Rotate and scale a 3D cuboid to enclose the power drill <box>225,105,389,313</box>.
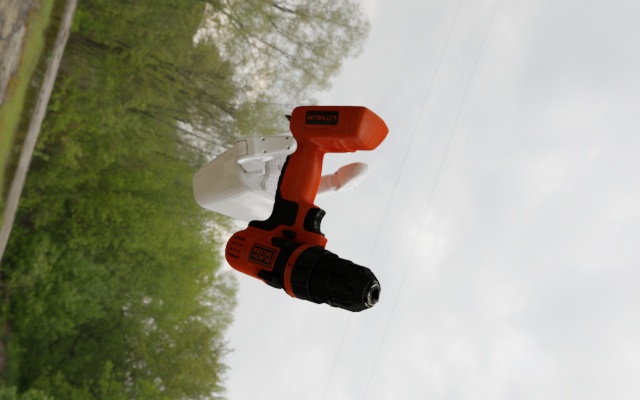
[{"bbox_3d":[0.000,0.001,0.461,0.184,0.187,0.057,11,-15,40],"label":"power drill"}]
